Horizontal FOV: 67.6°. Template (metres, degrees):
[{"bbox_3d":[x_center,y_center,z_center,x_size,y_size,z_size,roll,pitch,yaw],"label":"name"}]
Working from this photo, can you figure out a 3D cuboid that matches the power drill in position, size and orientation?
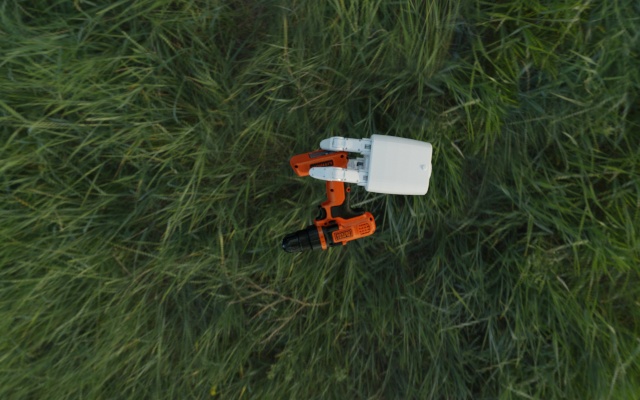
[{"bbox_3d":[0.000,0.002,0.897,0.184,0.188,0.057,-15,23,-5],"label":"power drill"}]
